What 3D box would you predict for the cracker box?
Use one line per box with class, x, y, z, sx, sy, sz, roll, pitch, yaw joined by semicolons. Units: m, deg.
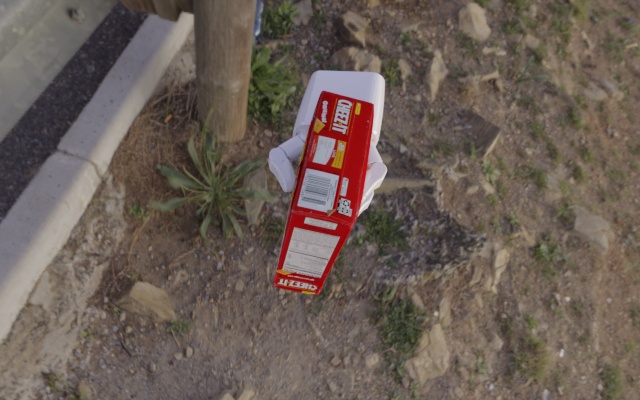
cracker box;0.000;0.002;0.584;0.072;0.164;0.214;14;-31;-3
